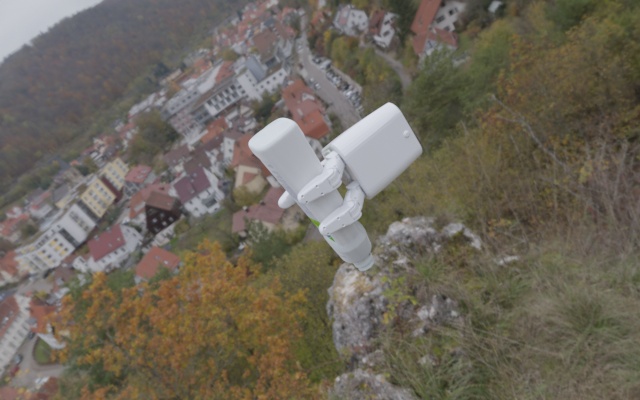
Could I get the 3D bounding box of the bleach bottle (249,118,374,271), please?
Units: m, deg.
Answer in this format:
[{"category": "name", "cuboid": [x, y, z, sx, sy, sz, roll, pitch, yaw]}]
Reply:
[{"category": "bleach bottle", "cuboid": [0.000, 0.002, 0.690, 0.068, 0.251, 0.102, -38, 23, -6]}]
